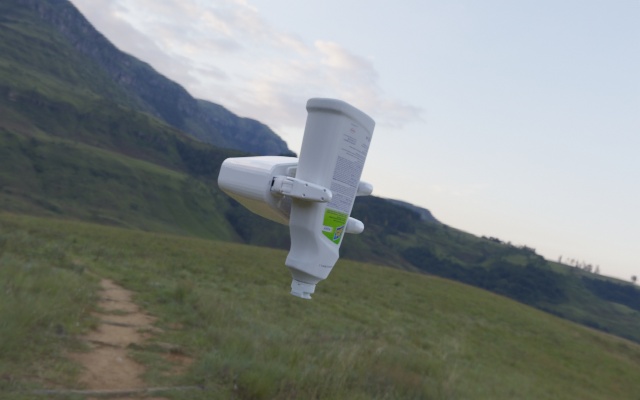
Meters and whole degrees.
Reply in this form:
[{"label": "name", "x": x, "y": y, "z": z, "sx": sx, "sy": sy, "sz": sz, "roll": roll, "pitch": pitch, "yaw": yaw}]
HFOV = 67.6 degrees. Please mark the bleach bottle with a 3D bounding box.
[{"label": "bleach bottle", "x": 0.000, "y": 0.002, "z": 0.623, "sx": 0.068, "sy": 0.251, "sz": 0.102, "roll": 13, "pitch": -2, "yaw": 39}]
